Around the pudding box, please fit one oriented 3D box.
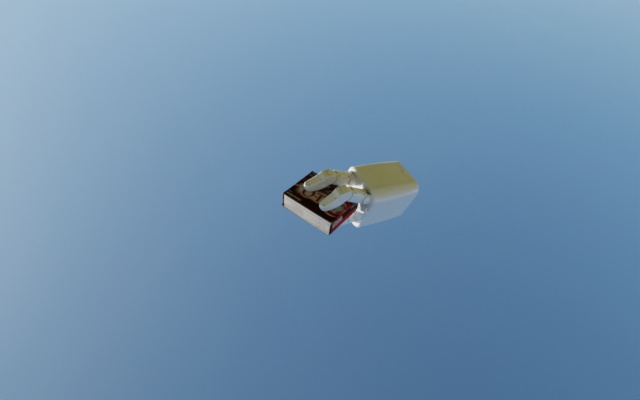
[{"bbox_3d":[0.000,0.003,0.873,0.113,0.039,0.090,29,44,23],"label":"pudding box"}]
